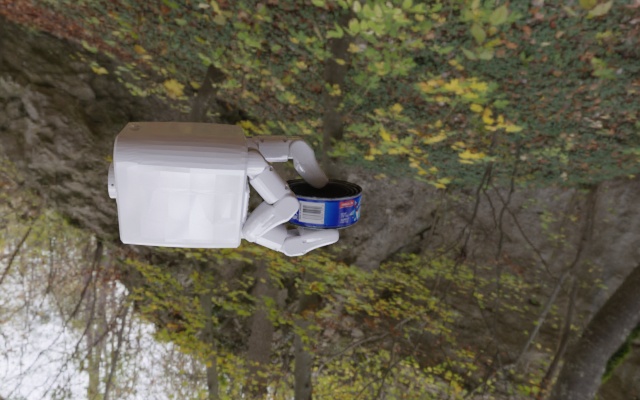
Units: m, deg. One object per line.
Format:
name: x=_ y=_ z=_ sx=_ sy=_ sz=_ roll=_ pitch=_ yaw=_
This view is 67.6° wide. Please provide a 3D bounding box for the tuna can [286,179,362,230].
tuna can: x=0.000 y=0.002 z=0.502 sx=0.086 sy=0.034 sz=0.086 roll=3 pitch=15 yaw=-1
